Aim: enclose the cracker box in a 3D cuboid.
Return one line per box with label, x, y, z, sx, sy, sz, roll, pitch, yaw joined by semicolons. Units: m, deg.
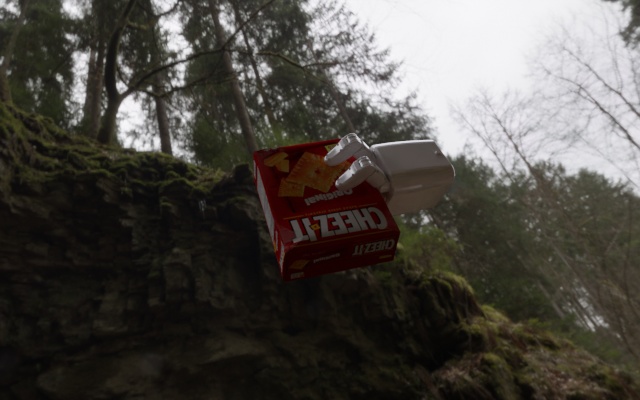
cracker box;0.000;0.002;0.708;0.164;0.072;0.213;-9;46;-14
